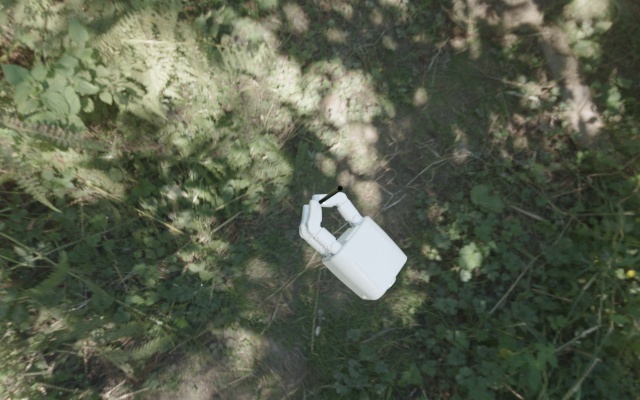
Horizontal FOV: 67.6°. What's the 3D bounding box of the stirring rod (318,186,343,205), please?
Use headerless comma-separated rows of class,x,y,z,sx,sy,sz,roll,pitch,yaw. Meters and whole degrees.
stirring rod,0.000,0.003,0.810,0.011,0.011,0.239,0,-10,-14
